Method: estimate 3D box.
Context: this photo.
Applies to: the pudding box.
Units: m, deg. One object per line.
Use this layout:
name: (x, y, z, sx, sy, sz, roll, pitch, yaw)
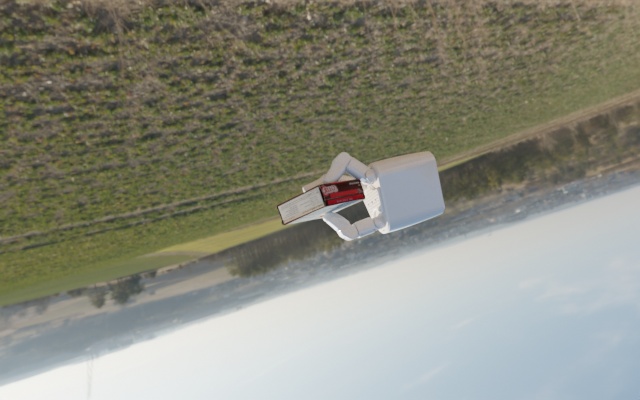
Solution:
pudding box: (0.000, 0.003, 0.749, 0.090, 0.039, 0.113, -9, -13, -43)
